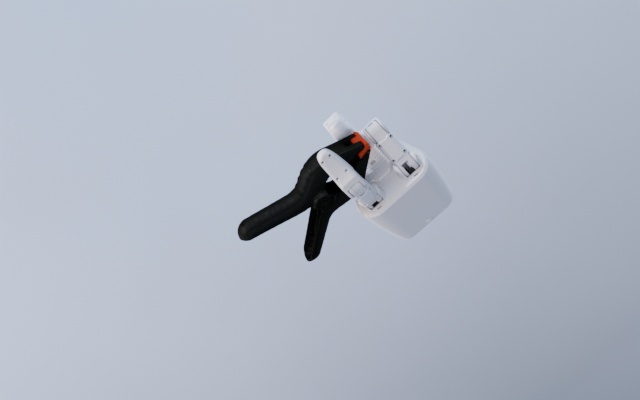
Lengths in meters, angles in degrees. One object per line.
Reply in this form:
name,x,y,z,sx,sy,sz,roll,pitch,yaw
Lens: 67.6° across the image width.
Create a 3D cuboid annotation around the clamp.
clamp,0.000,0.001,0.544,0.120,0.171,0.039,33,17,-51
